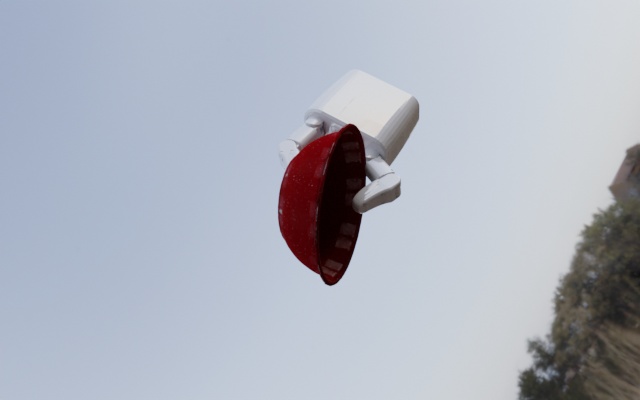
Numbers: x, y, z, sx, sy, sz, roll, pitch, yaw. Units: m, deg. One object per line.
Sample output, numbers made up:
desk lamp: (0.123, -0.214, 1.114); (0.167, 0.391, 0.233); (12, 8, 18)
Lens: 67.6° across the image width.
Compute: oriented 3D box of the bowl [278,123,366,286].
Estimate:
bowl: (-0.001, 0.002, 0.481); (0.055, 0.162, 0.162); (7, 2, 18)
